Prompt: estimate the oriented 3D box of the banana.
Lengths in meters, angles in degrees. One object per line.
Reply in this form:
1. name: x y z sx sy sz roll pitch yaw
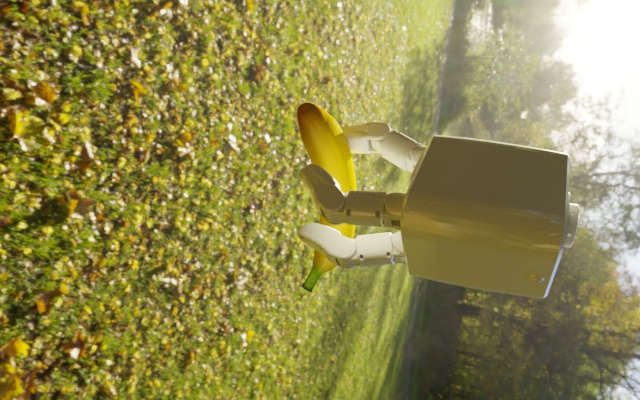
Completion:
1. banana: 0.009 -0.004 0.448 0.037 0.198 0.069 14 35 24
